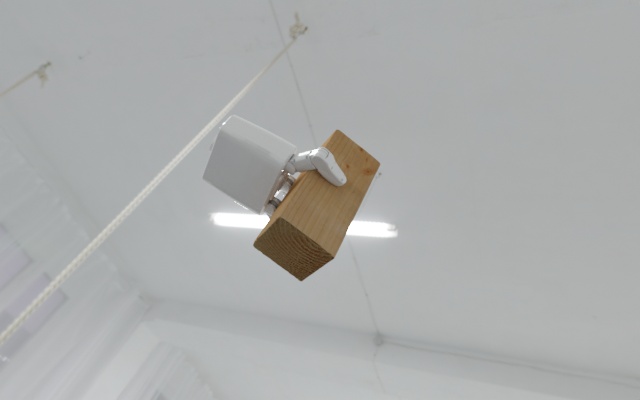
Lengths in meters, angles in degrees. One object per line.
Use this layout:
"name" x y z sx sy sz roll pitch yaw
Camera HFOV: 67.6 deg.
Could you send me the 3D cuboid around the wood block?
"wood block" 0.000 0.002 0.696 0.090 0.206 0.091 38 -43 -8
